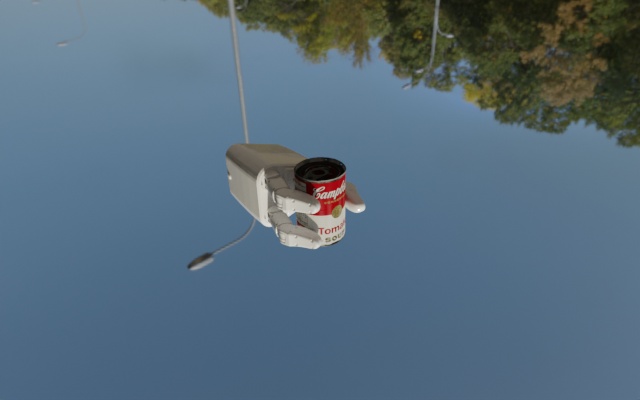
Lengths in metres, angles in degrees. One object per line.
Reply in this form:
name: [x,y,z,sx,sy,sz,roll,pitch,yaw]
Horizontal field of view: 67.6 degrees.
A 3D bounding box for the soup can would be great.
soup can: [0.000,0.003,0.641,0.068,0.102,0.068,-1,31,1]
